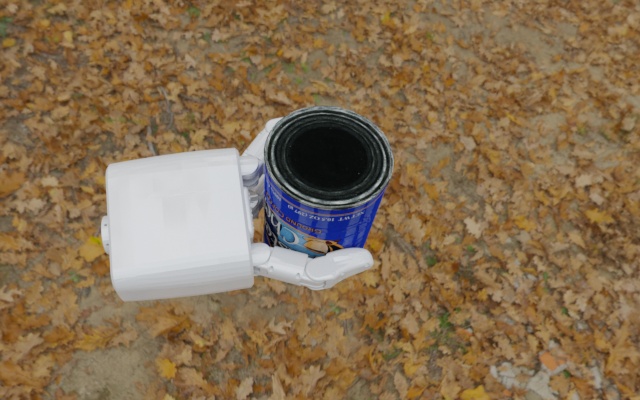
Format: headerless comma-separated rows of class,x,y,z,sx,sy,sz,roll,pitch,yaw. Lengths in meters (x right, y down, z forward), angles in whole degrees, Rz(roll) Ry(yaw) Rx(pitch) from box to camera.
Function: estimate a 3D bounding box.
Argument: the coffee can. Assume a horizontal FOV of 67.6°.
coffee can,0.000,0.002,0.429,0.103,0.102,0.140,0,-33,-7
